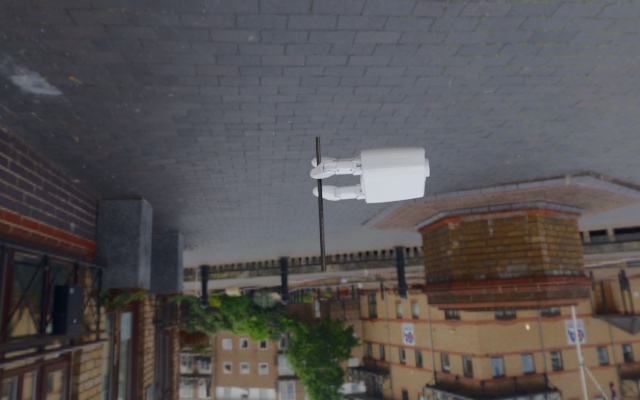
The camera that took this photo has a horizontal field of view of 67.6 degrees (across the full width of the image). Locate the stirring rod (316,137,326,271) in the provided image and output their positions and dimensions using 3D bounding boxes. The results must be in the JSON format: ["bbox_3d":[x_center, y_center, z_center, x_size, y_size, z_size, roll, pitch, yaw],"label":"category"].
[{"bbox_3d":[0.000,0.003,0.842,0.011,0.239,0.011,-2,-12,-1],"label":"stirring rod"}]
